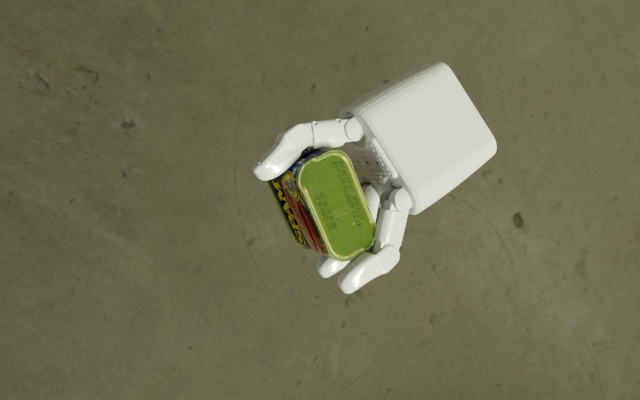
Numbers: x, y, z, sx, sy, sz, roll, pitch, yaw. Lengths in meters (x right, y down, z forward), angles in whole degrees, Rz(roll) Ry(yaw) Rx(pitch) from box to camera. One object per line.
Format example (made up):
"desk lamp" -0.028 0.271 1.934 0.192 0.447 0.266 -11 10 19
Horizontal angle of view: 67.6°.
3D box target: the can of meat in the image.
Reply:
"can of meat" 0.000 0.001 0.440 0.057 0.102 0.084 -29 16 -19
